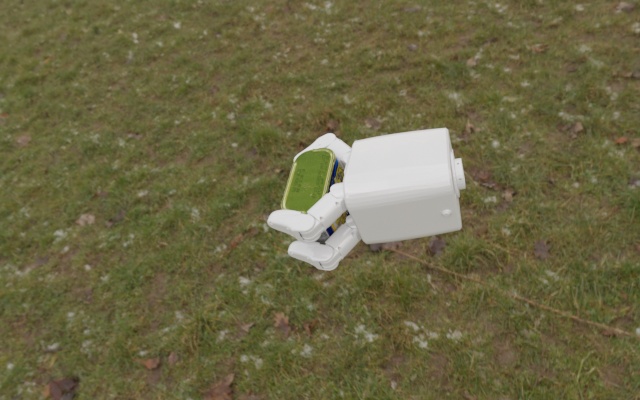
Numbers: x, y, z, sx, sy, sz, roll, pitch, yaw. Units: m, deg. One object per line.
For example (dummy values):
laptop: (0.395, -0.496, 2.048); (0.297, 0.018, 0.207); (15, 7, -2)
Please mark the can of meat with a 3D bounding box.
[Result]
can of meat: (0.000, 0.002, 0.557); (0.057, 0.102, 0.084); (-4, -39, 21)
